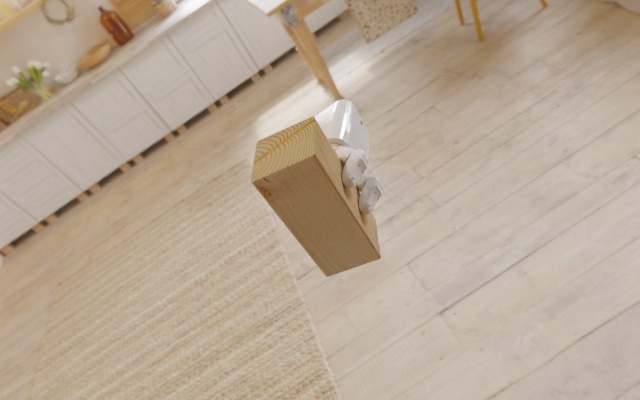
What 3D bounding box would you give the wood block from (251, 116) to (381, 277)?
[{"bbox_3d":[0.000,0.002,0.660,0.091,0.090,0.206,-21,-51,17],"label":"wood block"}]
